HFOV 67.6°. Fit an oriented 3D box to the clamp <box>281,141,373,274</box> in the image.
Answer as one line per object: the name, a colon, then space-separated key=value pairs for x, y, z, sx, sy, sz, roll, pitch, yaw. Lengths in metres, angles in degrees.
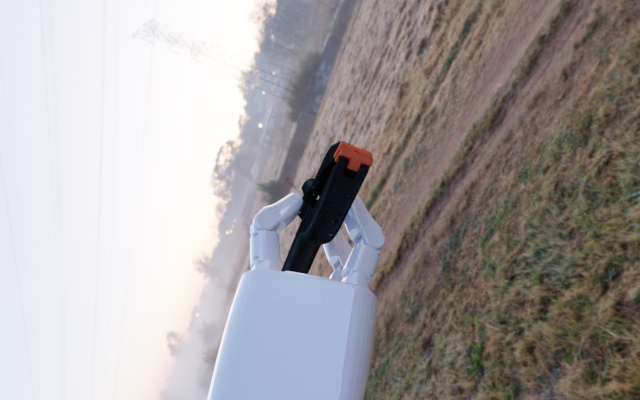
clamp: x=-0.001 y=0.001 z=0.463 sx=0.036 sy=0.164 sz=0.210 roll=18 pitch=-37 yaw=-9
